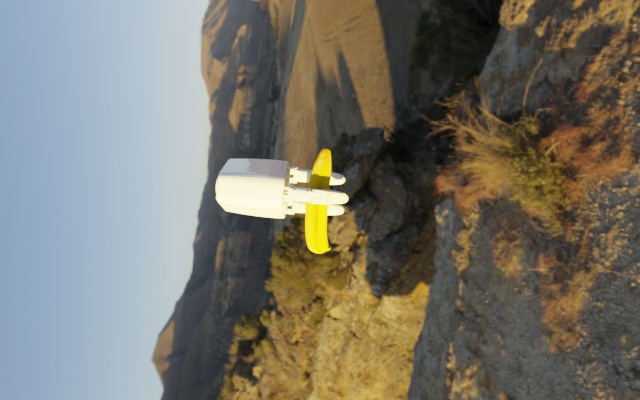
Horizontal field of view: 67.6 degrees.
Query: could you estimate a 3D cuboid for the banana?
[{"bbox_3d":[-0.003,0.014,0.790,0.037,0.198,0.069,6,28,9],"label":"banana"}]
